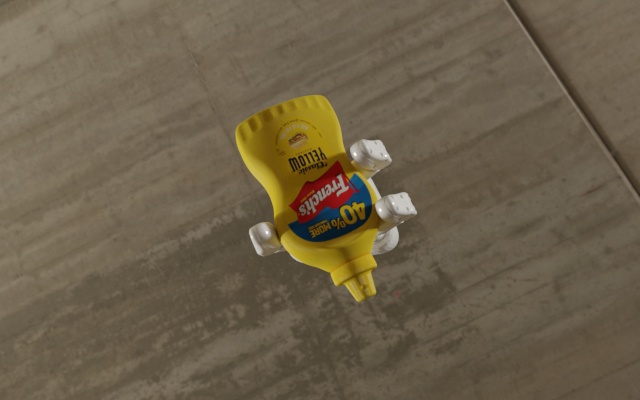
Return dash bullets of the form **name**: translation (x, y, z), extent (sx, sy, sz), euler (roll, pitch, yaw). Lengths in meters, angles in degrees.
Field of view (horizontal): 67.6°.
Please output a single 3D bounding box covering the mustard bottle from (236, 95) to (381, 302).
- **mustard bottle**: translation (0.000, 0.001, 0.438), extent (0.096, 0.191, 0.058), euler (-22, -15, -14)
